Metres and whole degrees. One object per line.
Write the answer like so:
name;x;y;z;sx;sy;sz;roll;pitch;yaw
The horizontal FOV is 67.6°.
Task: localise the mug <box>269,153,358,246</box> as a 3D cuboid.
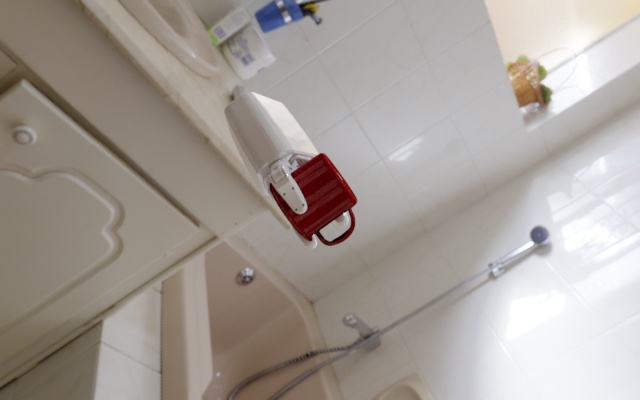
mug;0.001;0.003;0.614;0.081;0.117;0.093;-35;-15;7
